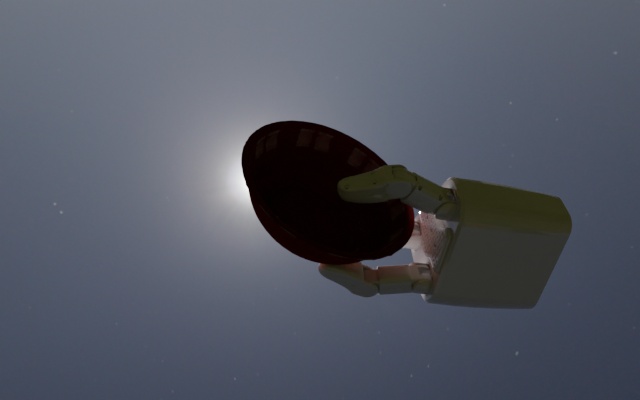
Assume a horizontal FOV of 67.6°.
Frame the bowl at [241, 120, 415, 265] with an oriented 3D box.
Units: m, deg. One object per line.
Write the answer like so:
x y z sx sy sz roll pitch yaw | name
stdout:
-0.001 0.001 0.424 0.162 0.162 0.055 0 -42 -33 | bowl
